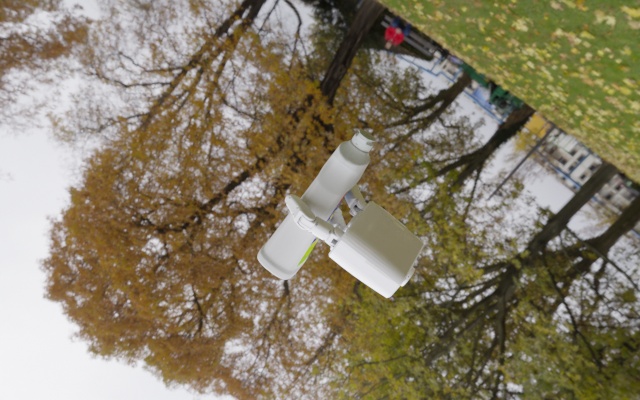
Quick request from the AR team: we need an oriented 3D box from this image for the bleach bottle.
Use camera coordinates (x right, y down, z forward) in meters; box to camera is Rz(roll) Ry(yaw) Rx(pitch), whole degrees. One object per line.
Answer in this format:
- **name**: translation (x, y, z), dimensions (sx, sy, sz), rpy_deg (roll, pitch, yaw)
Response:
- **bleach bottle**: translation (0.000, 0.002, 0.728), dimensions (0.068, 0.251, 0.102), rpy_deg (37, 26, 5)
